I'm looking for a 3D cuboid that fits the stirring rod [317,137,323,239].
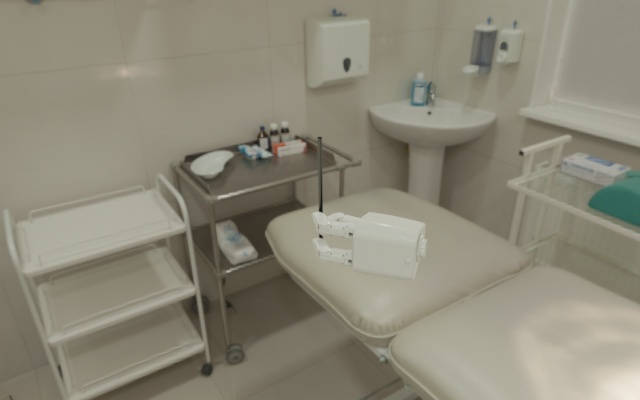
[{"bbox_3d":[0.000,0.003,0.850,0.011,0.240,0.011,-1,27,0],"label":"stirring rod"}]
